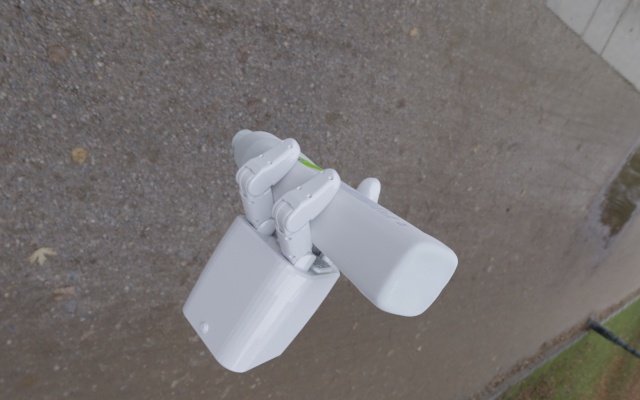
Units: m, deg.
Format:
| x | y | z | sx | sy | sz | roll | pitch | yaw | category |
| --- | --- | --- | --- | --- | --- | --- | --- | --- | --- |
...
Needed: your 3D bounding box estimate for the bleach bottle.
| x | y | z | sx | sy | sz | roll | pitch | yaw | category |
| --- | --- | --- | --- | --- | --- | --- | --- | --- | --- |
| 0.000 | 0.001 | 0.445 | 0.250 | 0.068 | 0.102 | 39 | 8 | 37 | bleach bottle |
